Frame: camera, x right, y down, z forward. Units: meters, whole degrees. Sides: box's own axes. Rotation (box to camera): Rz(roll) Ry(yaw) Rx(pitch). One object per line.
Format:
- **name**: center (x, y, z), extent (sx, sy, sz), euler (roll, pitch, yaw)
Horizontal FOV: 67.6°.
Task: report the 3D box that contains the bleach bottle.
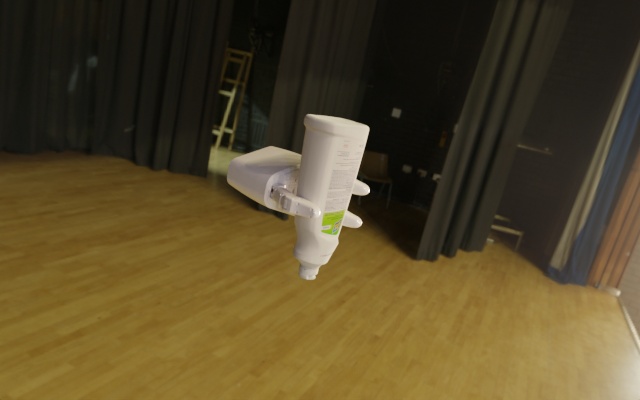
- **bleach bottle**: center (0.000, 0.002, 0.720), extent (0.068, 0.251, 0.102), euler (25, 19, 38)
